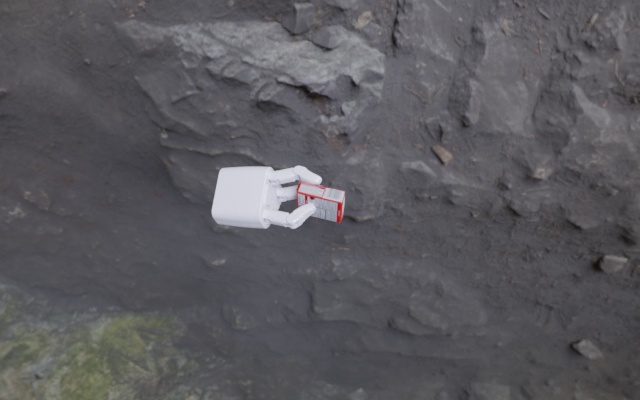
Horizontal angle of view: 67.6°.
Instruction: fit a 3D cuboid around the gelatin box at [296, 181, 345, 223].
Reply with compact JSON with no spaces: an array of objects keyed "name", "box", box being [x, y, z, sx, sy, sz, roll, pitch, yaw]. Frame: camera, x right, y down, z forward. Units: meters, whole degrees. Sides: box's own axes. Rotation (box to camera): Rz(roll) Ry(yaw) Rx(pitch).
[{"name":"gelatin box","box":[0.000,0.003,0.899,0.089,0.030,0.073,14,-32,8]}]
